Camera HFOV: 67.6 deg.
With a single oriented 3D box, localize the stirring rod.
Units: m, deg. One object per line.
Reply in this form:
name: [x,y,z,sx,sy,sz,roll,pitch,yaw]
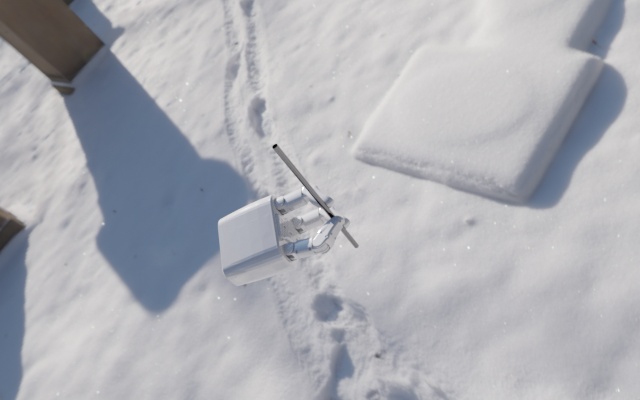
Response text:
stirring rod: [0.000,0.002,0.673,0.011,0.011,0.240,0,-35,35]
